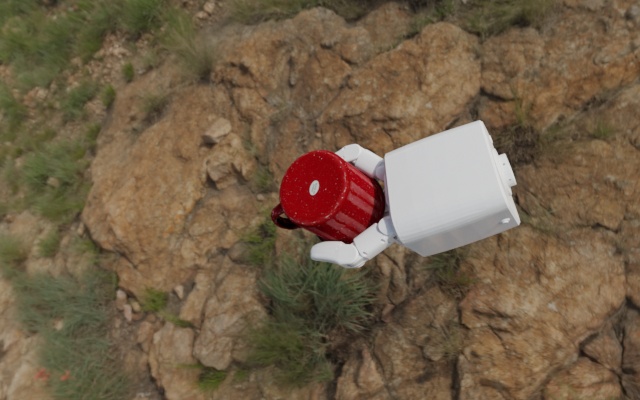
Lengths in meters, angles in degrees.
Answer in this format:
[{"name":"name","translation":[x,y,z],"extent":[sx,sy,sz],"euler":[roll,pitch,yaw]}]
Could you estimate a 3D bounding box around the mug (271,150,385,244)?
[{"name":"mug","translation":[-0.001,0.002,0.508],"extent":[0.117,0.093,0.081],"euler":[-21,-27,23]}]
